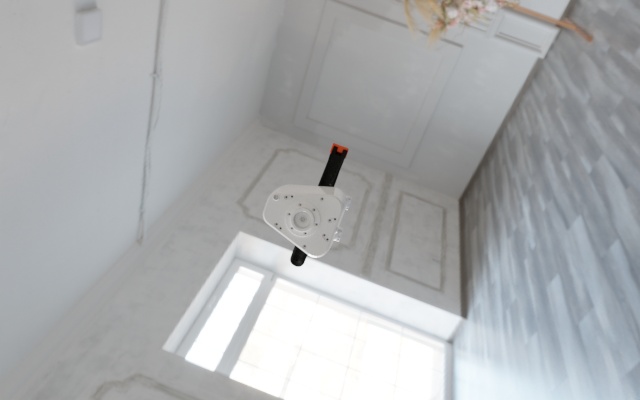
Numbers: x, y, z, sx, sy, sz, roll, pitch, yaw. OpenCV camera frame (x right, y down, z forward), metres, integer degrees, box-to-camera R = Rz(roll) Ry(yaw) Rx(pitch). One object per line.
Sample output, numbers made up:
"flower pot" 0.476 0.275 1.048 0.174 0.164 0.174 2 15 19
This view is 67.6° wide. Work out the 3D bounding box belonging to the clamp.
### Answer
"clamp" 0.000 0.002 0.841 0.036 0.210 0.164 20 6 1
